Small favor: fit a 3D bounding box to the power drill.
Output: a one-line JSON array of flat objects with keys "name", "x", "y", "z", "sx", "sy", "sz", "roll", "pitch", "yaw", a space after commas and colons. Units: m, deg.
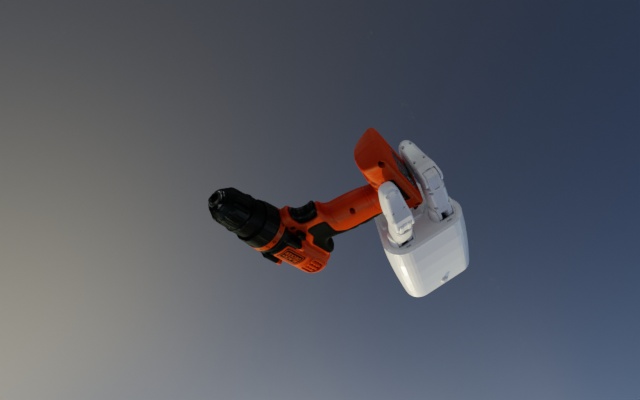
[{"name": "power drill", "x": 0.001, "y": 0.002, "z": 0.516, "sx": 0.188, "sy": 0.057, "sz": 0.184, "roll": -30, "pitch": -38, "yaw": 21}]
